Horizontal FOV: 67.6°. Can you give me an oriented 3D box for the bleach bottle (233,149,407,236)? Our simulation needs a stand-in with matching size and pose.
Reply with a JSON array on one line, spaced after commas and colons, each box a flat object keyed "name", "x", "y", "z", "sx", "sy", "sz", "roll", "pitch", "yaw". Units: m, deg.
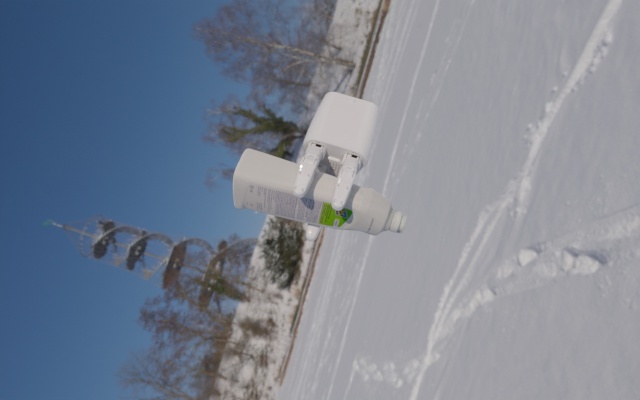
[{"name": "bleach bottle", "x": 0.000, "y": 0.002, "z": 0.704, "sx": 0.251, "sy": 0.068, "sz": 0.103, "roll": 17, "pitch": -32, "yaw": 3}]
